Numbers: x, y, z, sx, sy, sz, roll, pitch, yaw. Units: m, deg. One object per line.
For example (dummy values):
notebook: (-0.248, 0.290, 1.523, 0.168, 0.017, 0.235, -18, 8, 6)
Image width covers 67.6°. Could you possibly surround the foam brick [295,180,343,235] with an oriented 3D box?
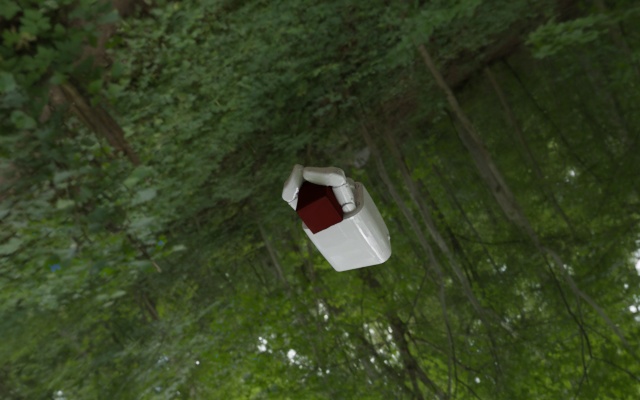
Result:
foam brick: (0.000, 0.002, 0.710, 0.053, 0.051, 0.078, -25, 27, 17)
